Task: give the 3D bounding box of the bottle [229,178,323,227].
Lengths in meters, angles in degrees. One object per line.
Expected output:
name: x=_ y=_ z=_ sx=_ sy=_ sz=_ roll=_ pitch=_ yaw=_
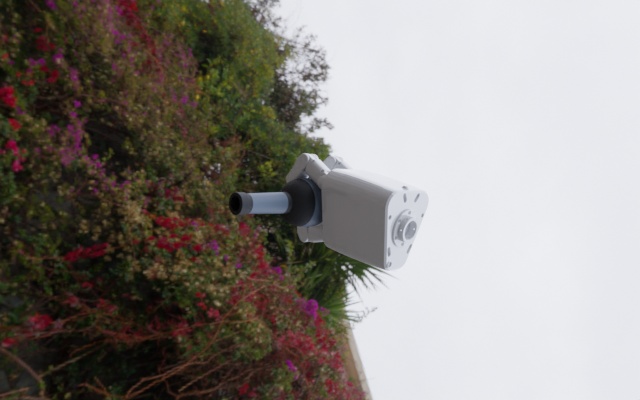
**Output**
bottle: x=0.000 y=0.002 z=0.674 sx=0.069 sy=0.069 sz=0.296 roll=0 pitch=1 yaw=44
